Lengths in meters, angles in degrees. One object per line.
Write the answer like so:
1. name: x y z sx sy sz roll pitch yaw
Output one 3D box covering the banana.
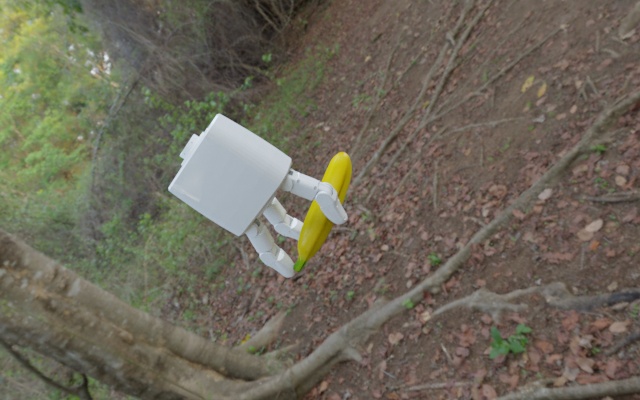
1. banana: 0.007 0.000 0.655 0.037 0.197 0.070 32 -27 -15
